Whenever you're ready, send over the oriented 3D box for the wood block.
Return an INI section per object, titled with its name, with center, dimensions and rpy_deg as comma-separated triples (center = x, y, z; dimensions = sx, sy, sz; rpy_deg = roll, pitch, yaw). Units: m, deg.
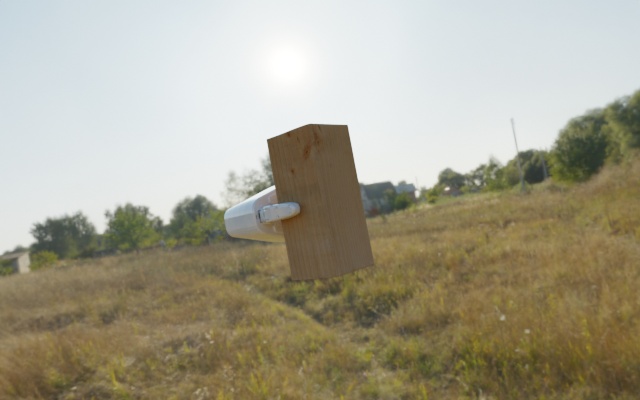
[wood block]
center = 0.000, 0.002, 0.685
dimensions = 0.090, 0.206, 0.091
rpy_deg = -12, -2, 41
